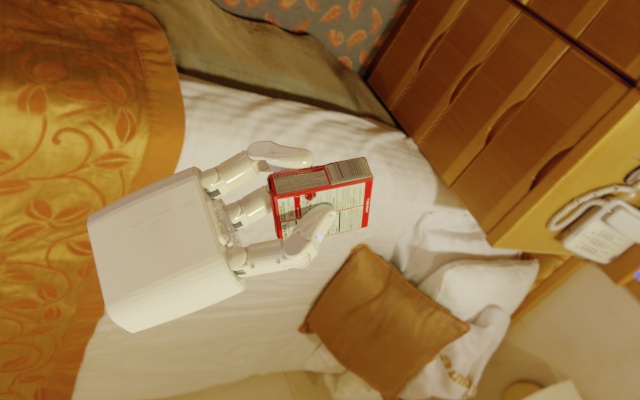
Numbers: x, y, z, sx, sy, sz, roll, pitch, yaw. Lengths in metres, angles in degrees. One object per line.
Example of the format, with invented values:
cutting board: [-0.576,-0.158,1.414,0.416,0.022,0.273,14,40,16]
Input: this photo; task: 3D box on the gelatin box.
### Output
gelatin box: [0.001,0.002,0.431,0.089,0.030,0.073,-11,-38,-8]
